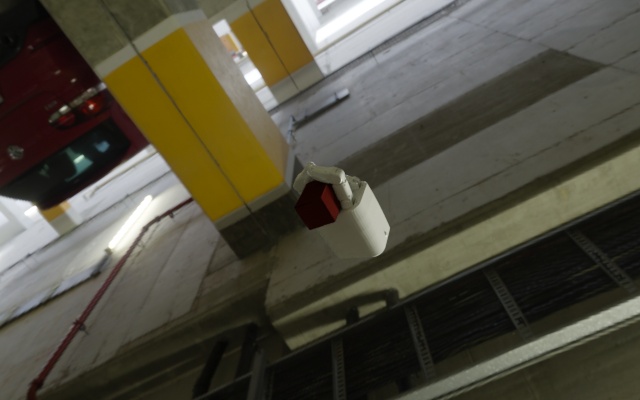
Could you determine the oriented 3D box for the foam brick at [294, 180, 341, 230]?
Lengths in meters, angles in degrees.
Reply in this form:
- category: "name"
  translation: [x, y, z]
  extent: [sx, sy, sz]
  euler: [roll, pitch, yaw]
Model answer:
- category: "foam brick"
  translation: [0.000, 0.003, 0.794]
  extent: [0.053, 0.051, 0.078]
  euler: [-19, 25, 28]
